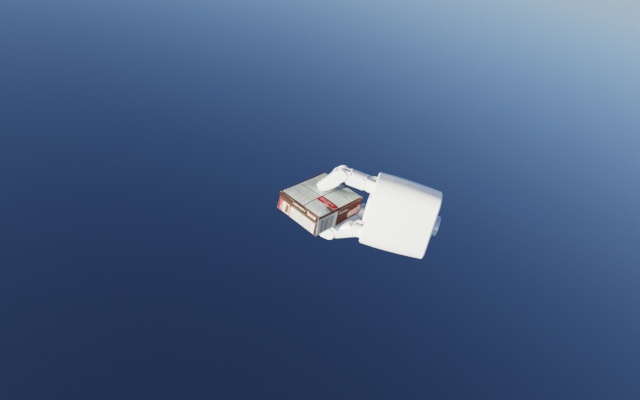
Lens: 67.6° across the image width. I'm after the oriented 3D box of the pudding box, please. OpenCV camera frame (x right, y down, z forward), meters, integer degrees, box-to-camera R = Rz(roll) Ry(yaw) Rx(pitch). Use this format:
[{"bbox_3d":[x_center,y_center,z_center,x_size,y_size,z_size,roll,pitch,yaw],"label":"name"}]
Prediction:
[{"bbox_3d":[0.000,0.002,0.788,0.090,0.039,0.113,34,38,29],"label":"pudding box"}]
